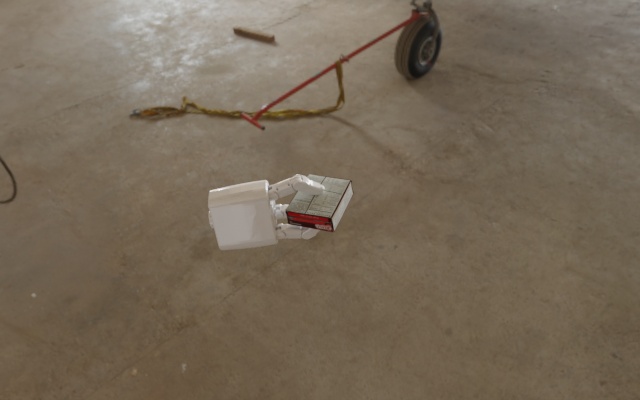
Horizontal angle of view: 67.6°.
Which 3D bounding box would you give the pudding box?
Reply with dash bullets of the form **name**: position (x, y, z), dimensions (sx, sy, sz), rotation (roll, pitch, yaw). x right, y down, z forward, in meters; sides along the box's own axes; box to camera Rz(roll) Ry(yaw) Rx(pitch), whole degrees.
- **pudding box**: position (0.000, 0.003, 0.863), dimensions (0.090, 0.039, 0.113), rotation (10, 45, 20)
